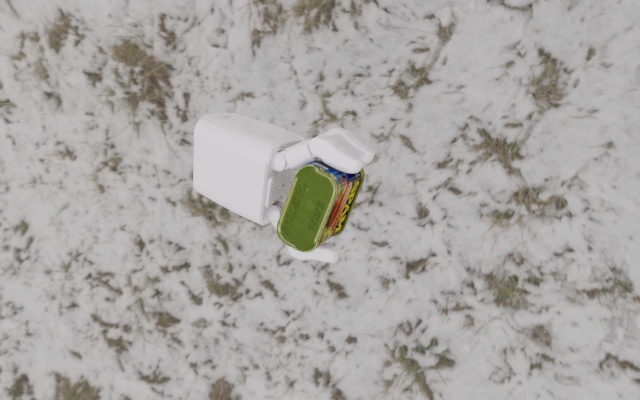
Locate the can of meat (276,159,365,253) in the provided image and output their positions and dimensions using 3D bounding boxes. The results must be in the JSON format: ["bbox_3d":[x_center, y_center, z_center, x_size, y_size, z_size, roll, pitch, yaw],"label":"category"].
[{"bbox_3d":[0.000,0.002,0.542,0.057,0.102,0.084,27,21,16],"label":"can of meat"}]
